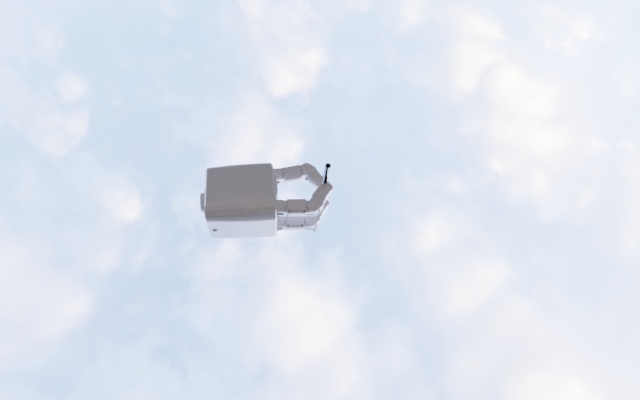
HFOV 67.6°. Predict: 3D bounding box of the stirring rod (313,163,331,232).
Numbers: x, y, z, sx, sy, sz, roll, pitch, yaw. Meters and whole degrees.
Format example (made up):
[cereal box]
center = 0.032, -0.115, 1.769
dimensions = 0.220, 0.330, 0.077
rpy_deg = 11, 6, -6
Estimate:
[stirring rod]
center = 0.000, 0.003, 0.805
dimensions = 0.011, 0.011, 0.240
rpy_deg = 0, -27, -6
